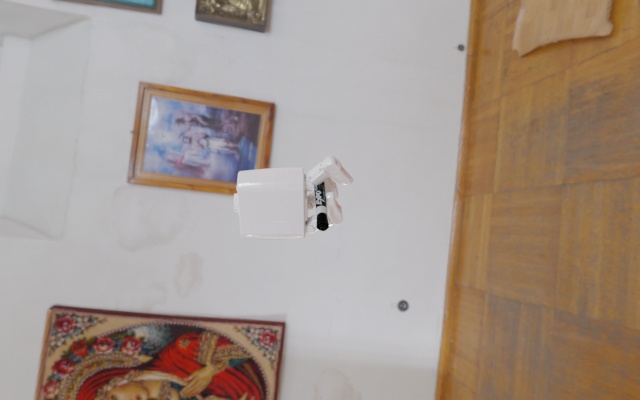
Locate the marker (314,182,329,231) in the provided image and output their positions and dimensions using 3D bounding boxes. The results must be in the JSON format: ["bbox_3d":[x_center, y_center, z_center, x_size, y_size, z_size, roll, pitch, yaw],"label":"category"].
[{"bbox_3d":[0.000,0.002,0.735,0.020,0.020,0.121,0,41,-4],"label":"marker"}]
